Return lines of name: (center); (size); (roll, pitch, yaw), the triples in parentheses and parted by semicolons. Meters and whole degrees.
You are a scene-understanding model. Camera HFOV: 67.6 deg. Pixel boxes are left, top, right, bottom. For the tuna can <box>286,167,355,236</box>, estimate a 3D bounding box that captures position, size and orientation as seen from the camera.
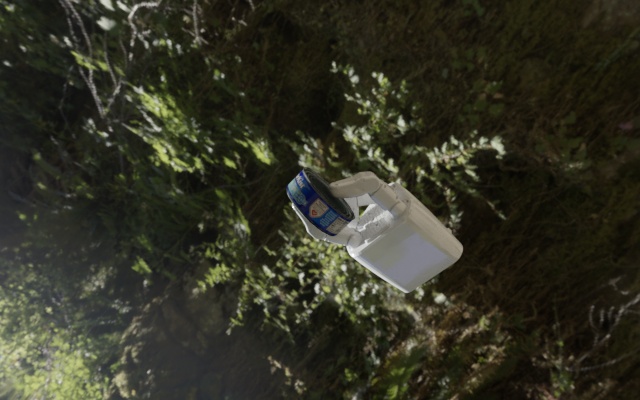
tuna can: (0.000, 0.002, 0.572); (0.034, 0.086, 0.086); (-44, -12, 12)
